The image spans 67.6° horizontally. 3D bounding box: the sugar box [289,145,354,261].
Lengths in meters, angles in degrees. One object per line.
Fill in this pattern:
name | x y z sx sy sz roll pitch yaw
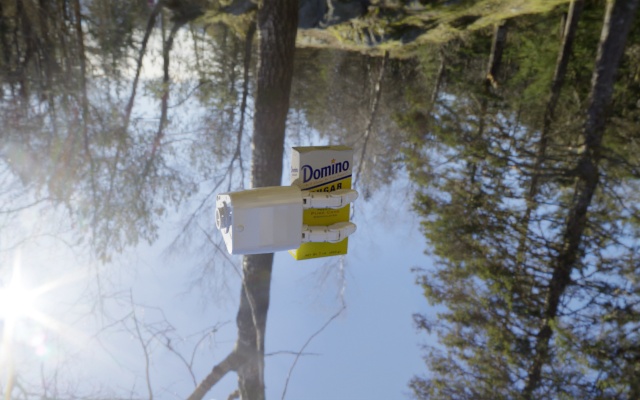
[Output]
sugar box | 0.000 0.003 0.758 0.093 0.176 0.048 -5 20 -24
